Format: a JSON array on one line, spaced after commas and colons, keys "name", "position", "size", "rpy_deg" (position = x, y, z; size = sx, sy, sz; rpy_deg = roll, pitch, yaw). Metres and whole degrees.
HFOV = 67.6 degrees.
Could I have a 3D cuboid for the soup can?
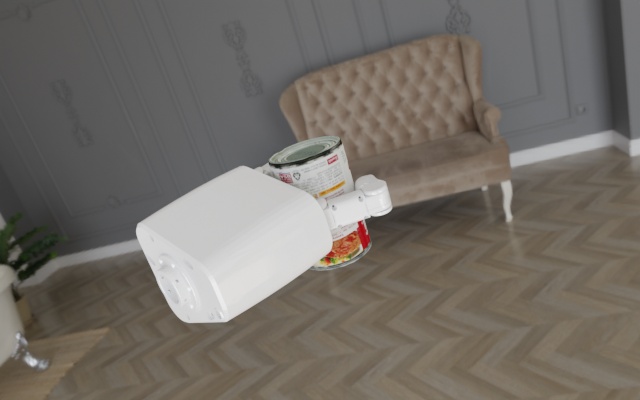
[{"name": "soup can", "position": [0.000, 0.001, 0.427], "size": [0.068, 0.102, 0.068], "rpy_deg": [-16, 19, 6]}]
